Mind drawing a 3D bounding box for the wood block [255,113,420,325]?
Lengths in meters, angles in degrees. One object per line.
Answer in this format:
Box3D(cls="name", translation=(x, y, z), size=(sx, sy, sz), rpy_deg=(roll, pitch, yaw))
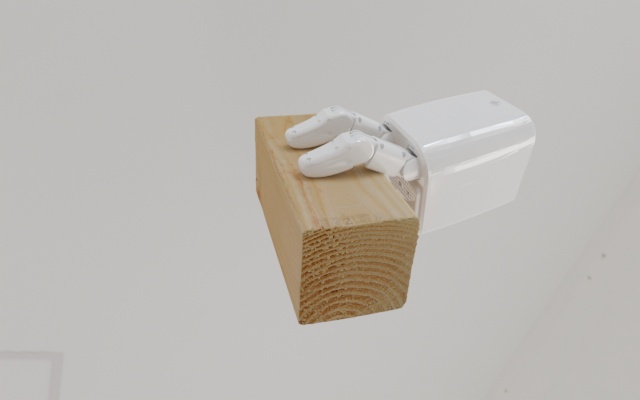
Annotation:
Box3D(cls="wood block", translation=(0.000, 0.002, 0.433), size=(0.090, 0.091, 0.206), rpy_deg=(-6, 32, -14))
